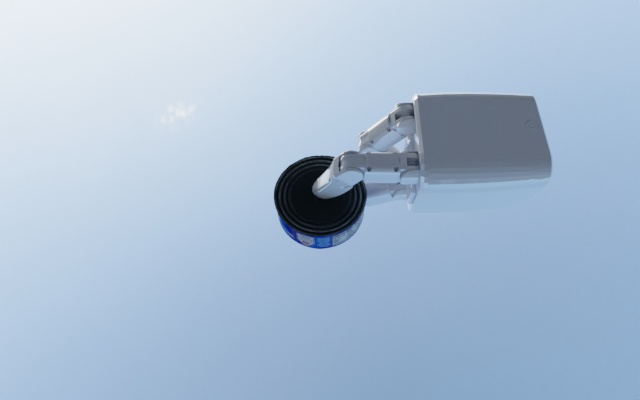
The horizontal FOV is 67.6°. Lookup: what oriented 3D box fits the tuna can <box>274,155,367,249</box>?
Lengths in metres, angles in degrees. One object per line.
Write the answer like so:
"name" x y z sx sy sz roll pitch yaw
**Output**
"tuna can" 0.000 0.002 0.453 0.086 0.086 0.034 0 -29 1
